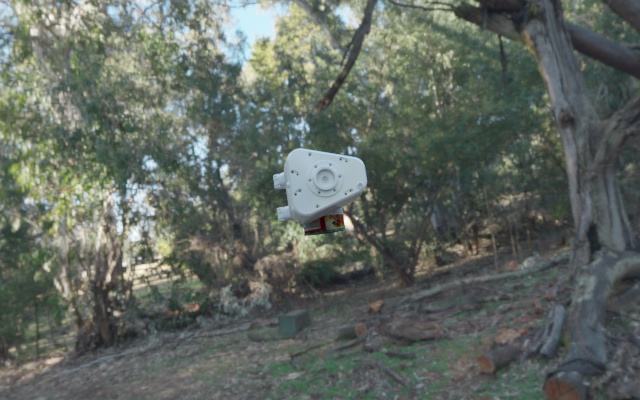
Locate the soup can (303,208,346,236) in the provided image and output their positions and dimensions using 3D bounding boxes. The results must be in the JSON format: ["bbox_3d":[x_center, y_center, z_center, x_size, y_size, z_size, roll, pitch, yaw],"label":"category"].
[{"bbox_3d":[0.000,0.002,0.771,0.068,0.102,0.068,-8,-5,-1],"label":"soup can"}]
